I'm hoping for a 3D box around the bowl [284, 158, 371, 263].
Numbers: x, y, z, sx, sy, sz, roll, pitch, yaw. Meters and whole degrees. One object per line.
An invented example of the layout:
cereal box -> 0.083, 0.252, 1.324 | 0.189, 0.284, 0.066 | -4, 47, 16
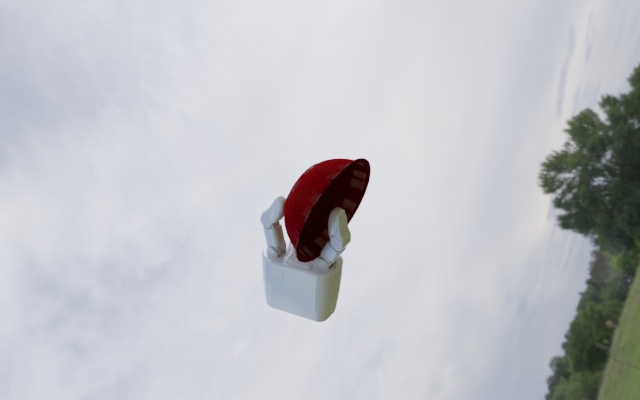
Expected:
bowl -> 0.000, 0.001, 0.644 | 0.055, 0.162, 0.162 | 34, 13, 21
